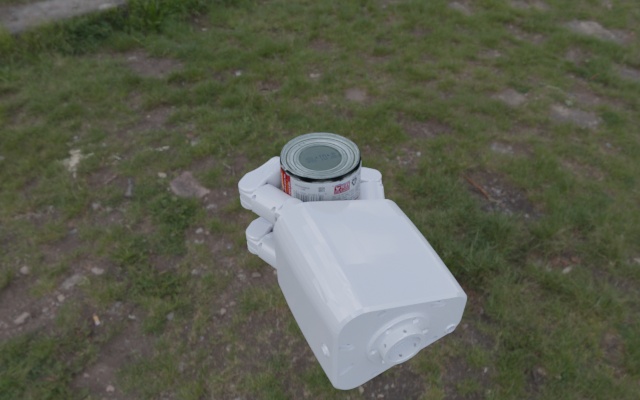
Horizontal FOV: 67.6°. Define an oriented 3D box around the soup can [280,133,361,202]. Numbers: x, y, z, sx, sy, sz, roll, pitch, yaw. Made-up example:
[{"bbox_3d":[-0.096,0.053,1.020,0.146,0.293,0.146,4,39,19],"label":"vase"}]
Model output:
[{"bbox_3d":[0.000,0.001,0.416,0.068,0.102,0.068,0,41,0],"label":"soup can"}]
